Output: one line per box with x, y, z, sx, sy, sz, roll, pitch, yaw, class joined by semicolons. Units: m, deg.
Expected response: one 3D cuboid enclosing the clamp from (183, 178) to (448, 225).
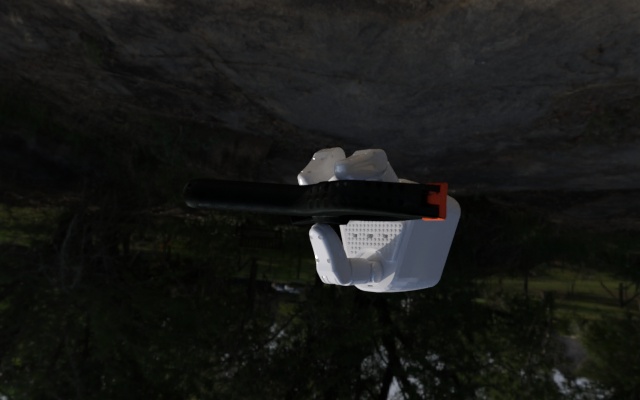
0.001;0.002;0.407;0.210;0.036;0.164;-2;-8;40;clamp
